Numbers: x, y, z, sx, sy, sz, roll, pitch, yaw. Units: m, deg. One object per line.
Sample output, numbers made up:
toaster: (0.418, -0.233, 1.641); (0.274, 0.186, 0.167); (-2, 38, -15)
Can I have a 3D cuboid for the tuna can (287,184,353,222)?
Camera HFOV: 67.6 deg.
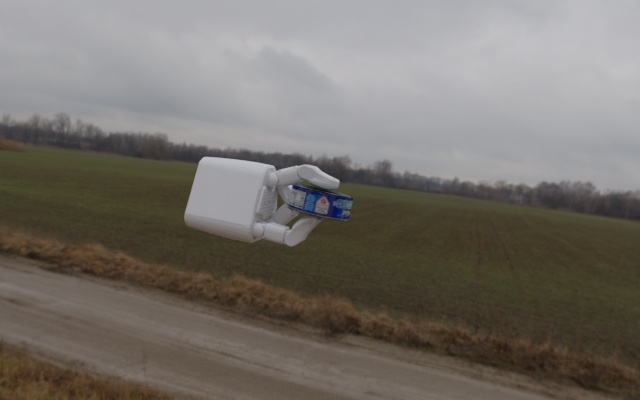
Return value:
tuna can: (0.000, 0.002, 0.645); (0.086, 0.034, 0.086); (13, 4, -1)
